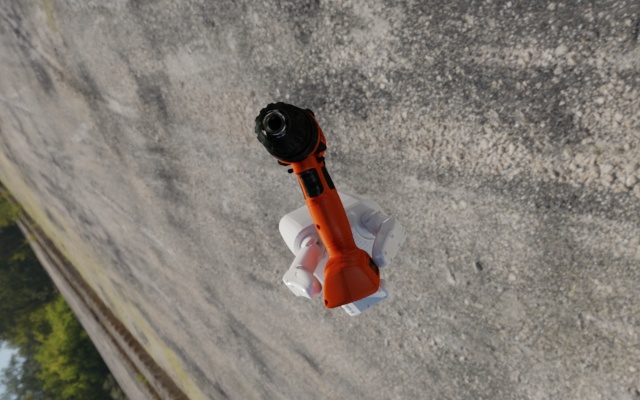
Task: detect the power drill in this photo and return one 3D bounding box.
[{"bbox_3d":[0.000,0.002,0.455,0.057,0.187,0.184,-20,-1,8],"label":"power drill"}]
